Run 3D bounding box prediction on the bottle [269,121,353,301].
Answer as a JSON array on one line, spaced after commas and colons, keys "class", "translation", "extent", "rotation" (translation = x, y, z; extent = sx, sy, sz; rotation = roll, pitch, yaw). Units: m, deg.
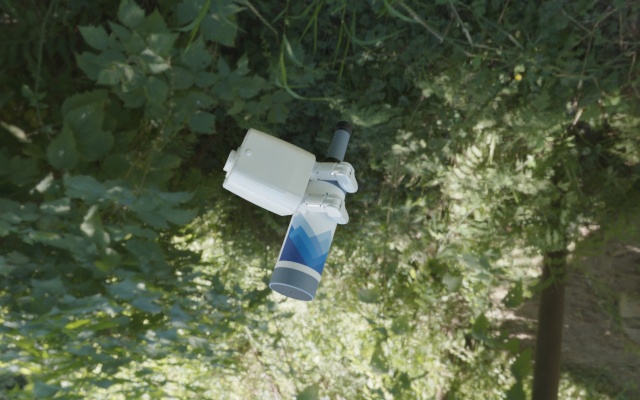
[{"class": "bottle", "translation": [0.000, 0.003, 0.729], "extent": [0.069, 0.295, 0.069], "rotation": [15, -26, 7]}]
